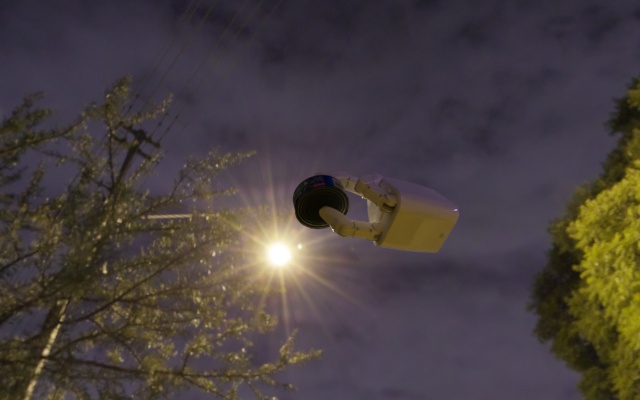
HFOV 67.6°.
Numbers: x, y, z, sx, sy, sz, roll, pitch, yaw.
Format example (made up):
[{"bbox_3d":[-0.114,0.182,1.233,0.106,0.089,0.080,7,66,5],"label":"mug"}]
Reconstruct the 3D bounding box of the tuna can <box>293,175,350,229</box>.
[{"bbox_3d":[0.000,0.002,0.745,0.086,0.086,0.033,0,40,-14],"label":"tuna can"}]
